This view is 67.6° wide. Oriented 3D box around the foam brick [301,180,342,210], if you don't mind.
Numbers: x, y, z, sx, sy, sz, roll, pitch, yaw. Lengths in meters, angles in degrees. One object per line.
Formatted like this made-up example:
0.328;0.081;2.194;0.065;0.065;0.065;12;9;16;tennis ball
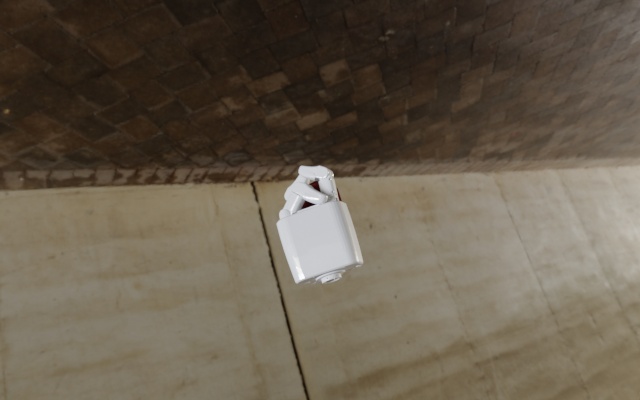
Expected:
0.000;0.003;0.838;0.053;0.051;0.078;-25;-19;20;foam brick
